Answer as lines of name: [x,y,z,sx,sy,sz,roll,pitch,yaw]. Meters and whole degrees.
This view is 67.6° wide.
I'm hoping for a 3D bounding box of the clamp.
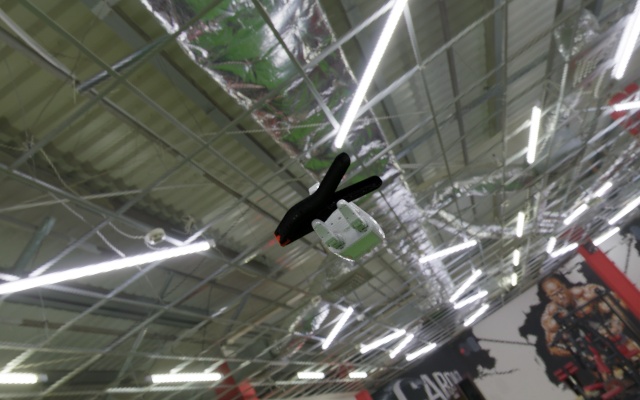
clamp: [-0.001,0.002,0.811,0.210,0.036,0.165,-37,-26,8]
